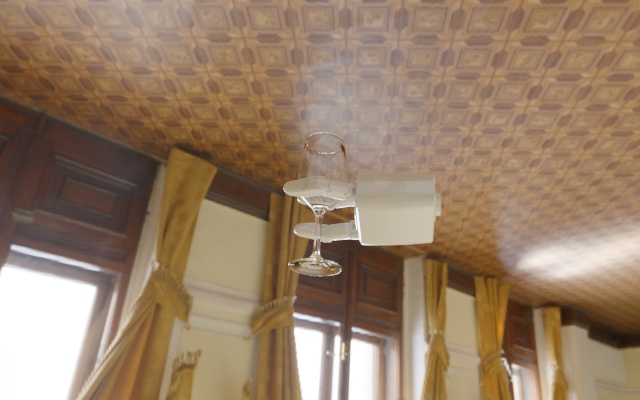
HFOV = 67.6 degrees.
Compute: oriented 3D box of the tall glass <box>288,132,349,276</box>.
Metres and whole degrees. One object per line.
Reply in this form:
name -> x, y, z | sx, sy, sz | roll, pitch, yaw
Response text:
tall glass -> 0.000, 0.003, 0.692 | 0.079, 0.201, 0.079 | 3, -25, 2
